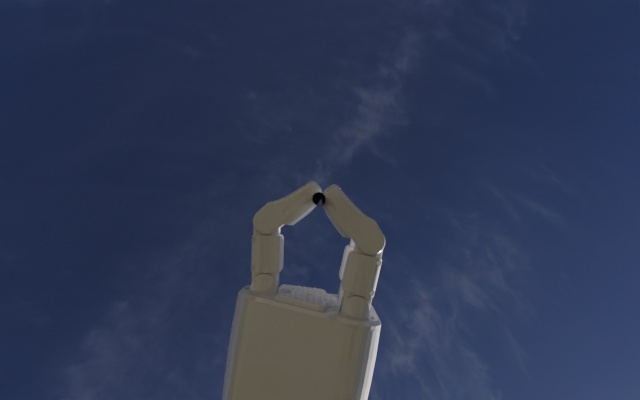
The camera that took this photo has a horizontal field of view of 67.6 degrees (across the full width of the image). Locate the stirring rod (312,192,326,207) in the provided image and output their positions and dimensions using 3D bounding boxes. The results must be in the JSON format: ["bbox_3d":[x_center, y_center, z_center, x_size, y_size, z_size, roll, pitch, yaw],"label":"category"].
[{"bbox_3d":[0.000,0.001,0.409,0.011,0.011,0.239,0,-1,0],"label":"stirring rod"}]
